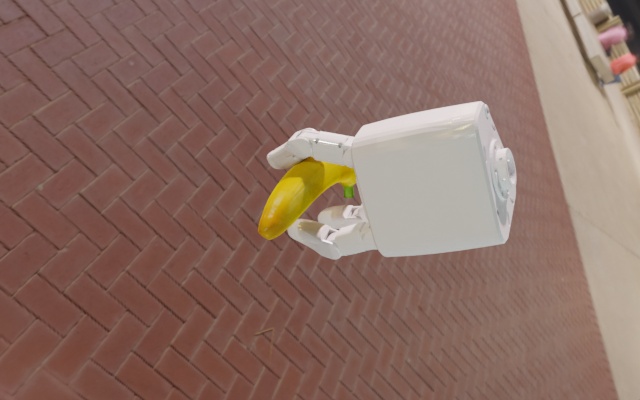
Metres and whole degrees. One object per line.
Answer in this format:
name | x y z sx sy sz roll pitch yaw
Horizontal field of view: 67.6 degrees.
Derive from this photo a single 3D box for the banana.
banana | 0.002 -0.017 0.475 0.037 0.070 0.198 7 14 27
